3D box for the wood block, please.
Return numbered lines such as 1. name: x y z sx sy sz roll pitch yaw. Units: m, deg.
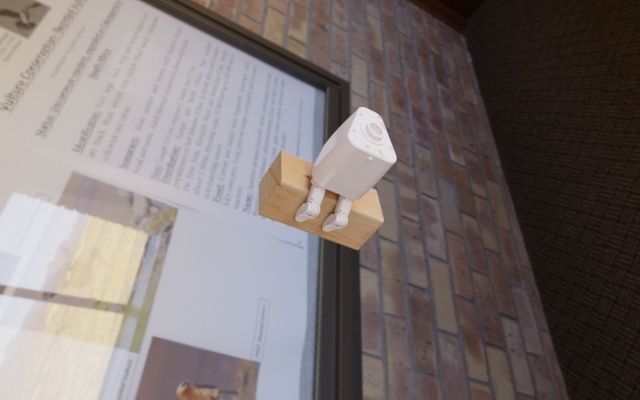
1. wood block: 0.000 0.002 0.866 0.206 0.090 0.090 22 36 -23
